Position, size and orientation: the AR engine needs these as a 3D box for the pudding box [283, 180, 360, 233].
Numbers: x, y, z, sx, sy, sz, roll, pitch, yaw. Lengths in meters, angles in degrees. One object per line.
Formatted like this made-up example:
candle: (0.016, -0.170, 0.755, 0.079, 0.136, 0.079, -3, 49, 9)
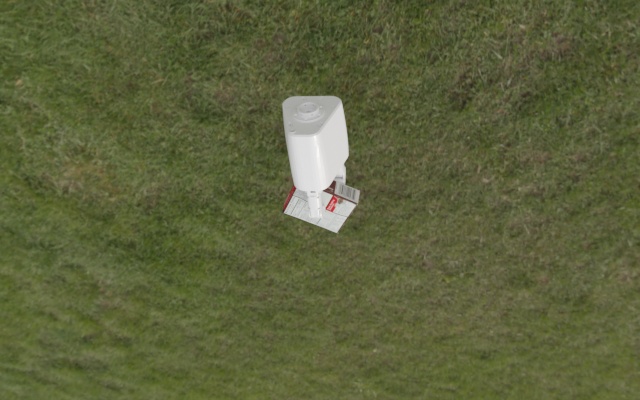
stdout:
pudding box: (0.000, 0.003, 0.842, 0.113, 0.039, 0.090, 22, -45, -9)
